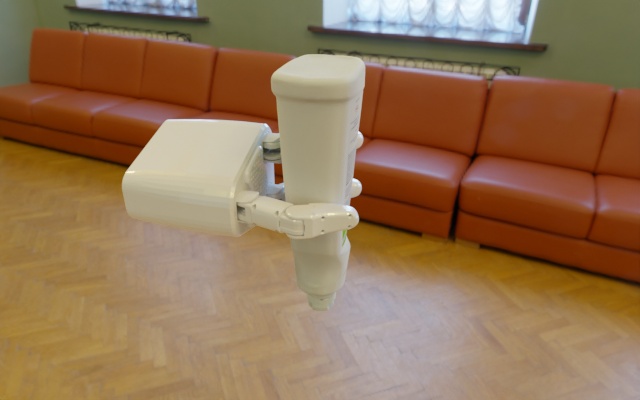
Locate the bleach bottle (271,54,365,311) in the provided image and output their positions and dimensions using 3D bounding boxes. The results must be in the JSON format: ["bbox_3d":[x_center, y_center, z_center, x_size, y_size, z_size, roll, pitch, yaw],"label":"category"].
[{"bbox_3d":[0.000,0.001,0.443,0.068,0.251,0.102,7,28,12],"label":"bleach bottle"}]
